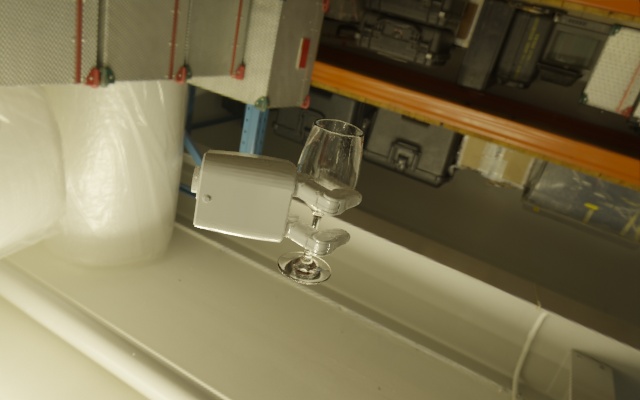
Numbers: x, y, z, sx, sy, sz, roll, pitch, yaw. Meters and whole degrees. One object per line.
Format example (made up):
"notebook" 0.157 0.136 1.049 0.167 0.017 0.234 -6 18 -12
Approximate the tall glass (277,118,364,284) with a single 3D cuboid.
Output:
"tall glass" 0.000 0.003 0.602 0.079 0.201 0.079 12 24 -5
